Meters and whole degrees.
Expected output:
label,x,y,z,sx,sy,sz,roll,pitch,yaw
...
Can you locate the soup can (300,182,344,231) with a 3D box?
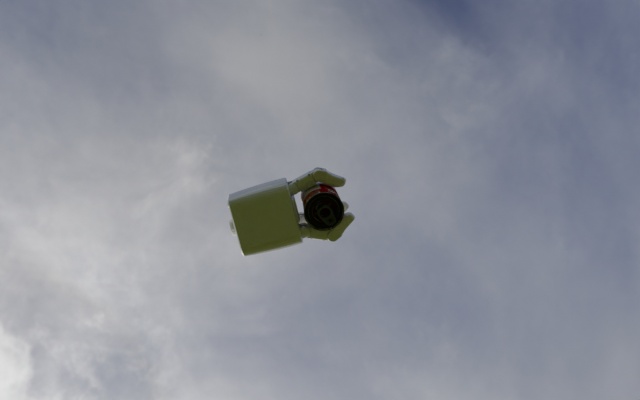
label,x,y,z,sx,sy,sz,roll,pitch,yaw
soup can,0.001,0.002,0.832,0.068,0.068,0.102,0,19,-7
